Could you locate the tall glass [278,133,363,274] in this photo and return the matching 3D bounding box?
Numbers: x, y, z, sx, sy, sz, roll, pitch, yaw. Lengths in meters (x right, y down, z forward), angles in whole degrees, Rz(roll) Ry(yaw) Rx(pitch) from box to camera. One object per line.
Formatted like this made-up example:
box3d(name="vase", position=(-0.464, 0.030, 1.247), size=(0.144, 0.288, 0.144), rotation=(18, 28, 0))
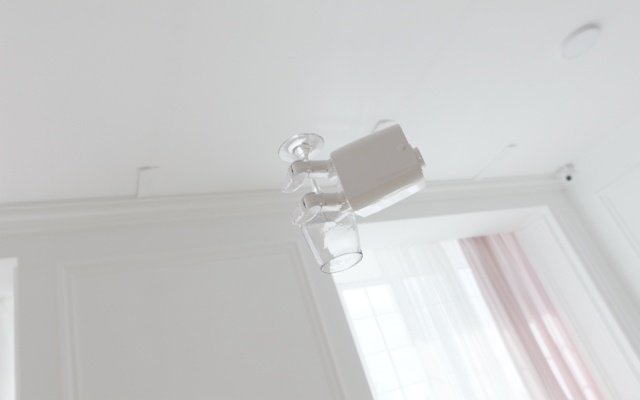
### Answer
box3d(name="tall glass", position=(0.000, 0.002, 0.694), size=(0.079, 0.201, 0.079), rotation=(-15, -27, -8))
